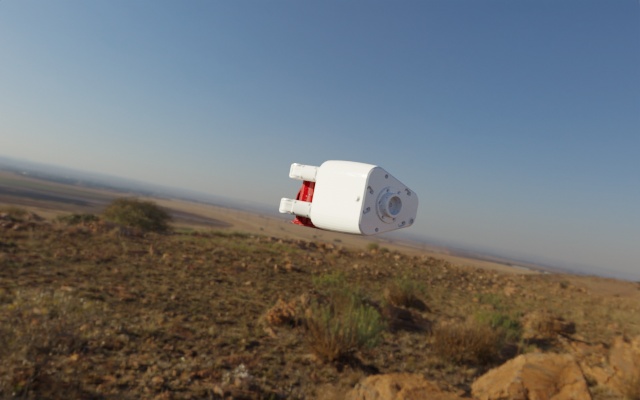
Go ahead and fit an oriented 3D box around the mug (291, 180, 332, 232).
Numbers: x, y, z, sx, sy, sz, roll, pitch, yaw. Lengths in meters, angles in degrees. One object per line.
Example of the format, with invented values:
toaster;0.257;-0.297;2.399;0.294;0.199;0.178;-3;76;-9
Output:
mug;-0.001;0.002;0.764;0.093;0.081;0.117;12;-1;-37
